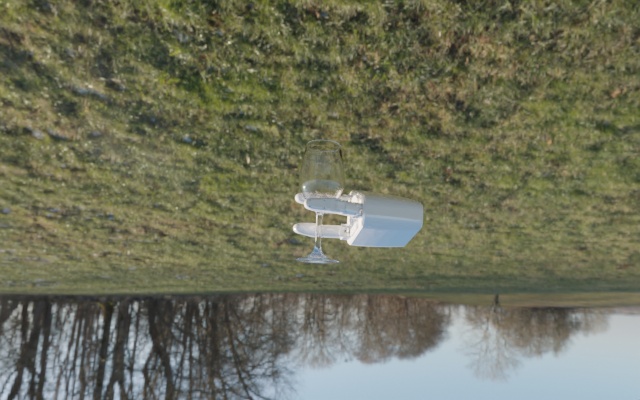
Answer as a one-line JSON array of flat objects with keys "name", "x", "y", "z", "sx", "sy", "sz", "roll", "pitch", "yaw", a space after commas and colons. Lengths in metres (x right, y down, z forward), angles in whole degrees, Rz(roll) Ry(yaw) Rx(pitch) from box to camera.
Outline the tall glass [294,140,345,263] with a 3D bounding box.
[{"name": "tall glass", "x": 0.000, "y": 0.003, "z": 0.803, "sx": 0.079, "sy": 0.201, "sz": 0.079, "roll": 3, "pitch": -11, "yaw": 1}]
